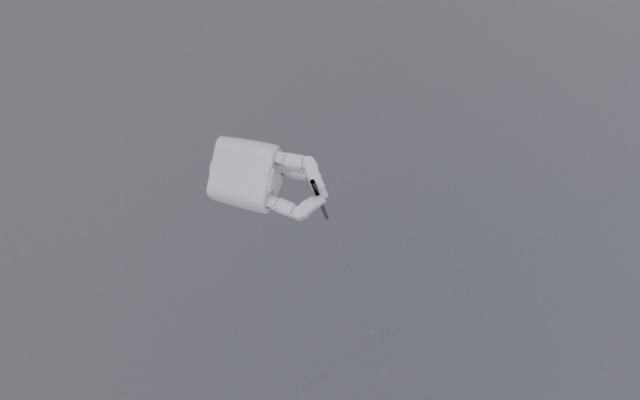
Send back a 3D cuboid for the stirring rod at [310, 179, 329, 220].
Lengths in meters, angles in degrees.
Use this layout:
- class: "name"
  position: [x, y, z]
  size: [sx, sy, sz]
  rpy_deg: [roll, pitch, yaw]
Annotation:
- class: "stirring rod"
  position: [0.000, 0.003, 0.843]
  size: [0.011, 0.011, 0.239]
  rpy_deg: [0, -15, 6]
